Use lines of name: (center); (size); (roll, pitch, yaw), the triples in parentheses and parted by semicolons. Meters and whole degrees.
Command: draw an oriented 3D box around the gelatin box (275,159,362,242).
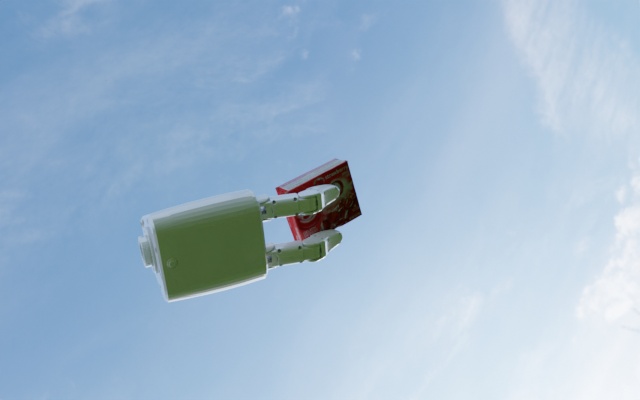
gelatin box: (0.000, 0.002, 0.560); (0.089, 0.073, 0.030); (-28, 25, -25)
